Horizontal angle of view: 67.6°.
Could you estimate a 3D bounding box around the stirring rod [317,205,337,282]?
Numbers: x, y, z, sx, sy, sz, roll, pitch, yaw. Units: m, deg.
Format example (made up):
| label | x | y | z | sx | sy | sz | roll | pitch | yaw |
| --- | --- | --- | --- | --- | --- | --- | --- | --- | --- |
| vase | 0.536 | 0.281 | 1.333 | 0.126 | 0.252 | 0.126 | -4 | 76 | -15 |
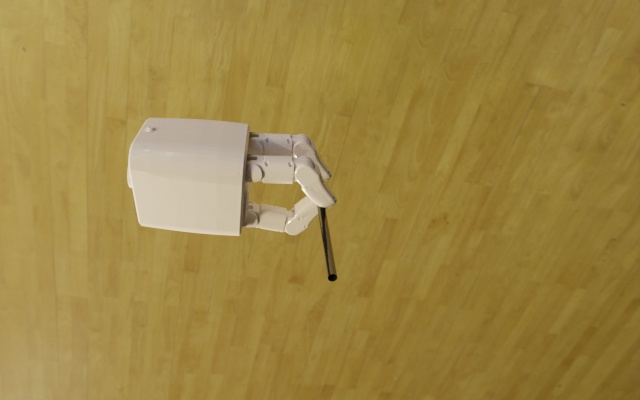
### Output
| label | x | y | z | sx | sy | sz | roll | pitch | yaw |
| --- | --- | --- | --- | --- | --- | --- | --- | --- | --- |
| stirring rod | 0.000 | 0.002 | 0.495 | 0.011 | 0.011 | 0.239 | 0 | 31 | -5 |
